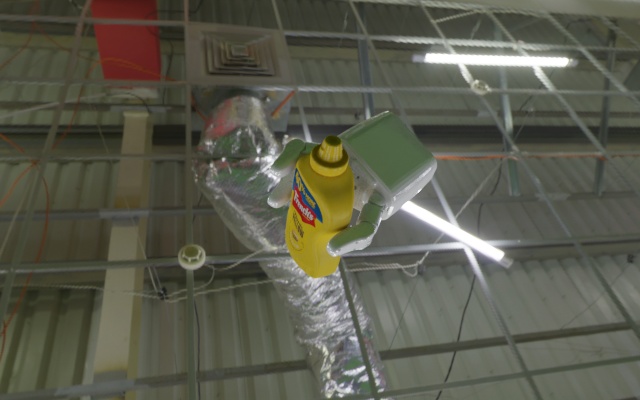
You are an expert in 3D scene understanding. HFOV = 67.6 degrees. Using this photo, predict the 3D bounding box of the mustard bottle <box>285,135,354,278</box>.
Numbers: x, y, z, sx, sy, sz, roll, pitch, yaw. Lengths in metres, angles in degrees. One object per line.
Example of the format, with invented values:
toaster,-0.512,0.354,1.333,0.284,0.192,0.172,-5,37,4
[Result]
mustard bottle,0.000,0.002,0.558,0.058,0.096,0.192,-12,-38,-21
